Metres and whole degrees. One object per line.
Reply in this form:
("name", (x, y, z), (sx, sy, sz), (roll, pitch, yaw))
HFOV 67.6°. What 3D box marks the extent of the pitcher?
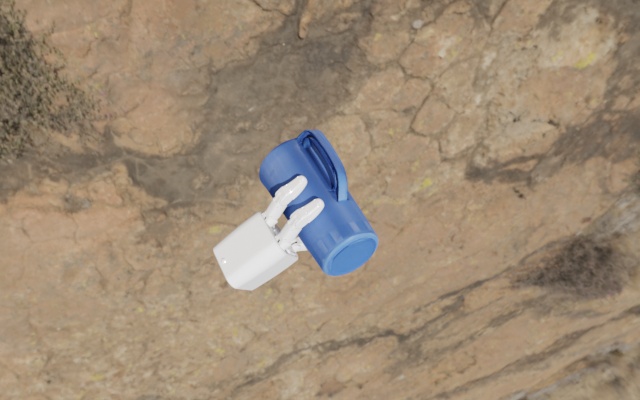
("pitcher", (0.000, 0.003, 0.841), (0.145, 0.242, 0.149), (-35, -33, 1))
